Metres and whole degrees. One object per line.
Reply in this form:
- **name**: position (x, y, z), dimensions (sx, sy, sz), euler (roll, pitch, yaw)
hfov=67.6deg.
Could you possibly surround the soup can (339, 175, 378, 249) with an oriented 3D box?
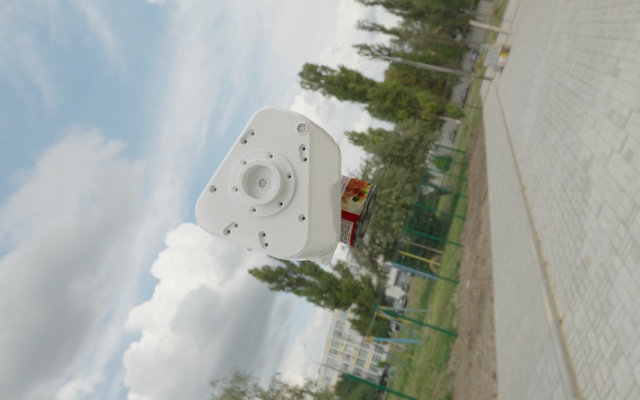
- **soup can**: position (0.000, 0.001, 0.491), dimensions (0.102, 0.068, 0.068), euler (18, 4, 12)
